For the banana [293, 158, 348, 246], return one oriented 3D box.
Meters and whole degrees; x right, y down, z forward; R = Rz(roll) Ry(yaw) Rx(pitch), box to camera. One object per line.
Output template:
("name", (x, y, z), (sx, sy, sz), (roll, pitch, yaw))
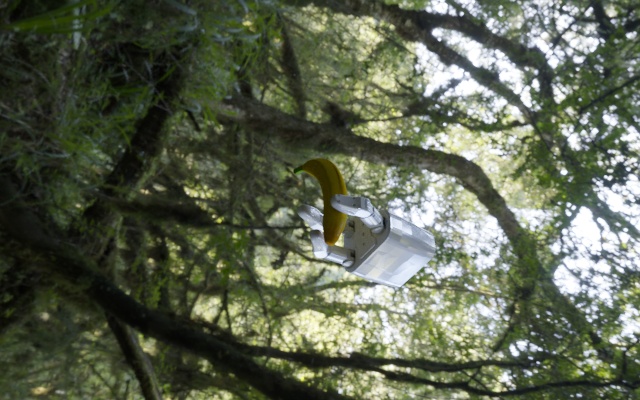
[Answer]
("banana", (0.010, -0.013, 0.736), (0.037, 0.070, 0.197), (25, 24, -32))
